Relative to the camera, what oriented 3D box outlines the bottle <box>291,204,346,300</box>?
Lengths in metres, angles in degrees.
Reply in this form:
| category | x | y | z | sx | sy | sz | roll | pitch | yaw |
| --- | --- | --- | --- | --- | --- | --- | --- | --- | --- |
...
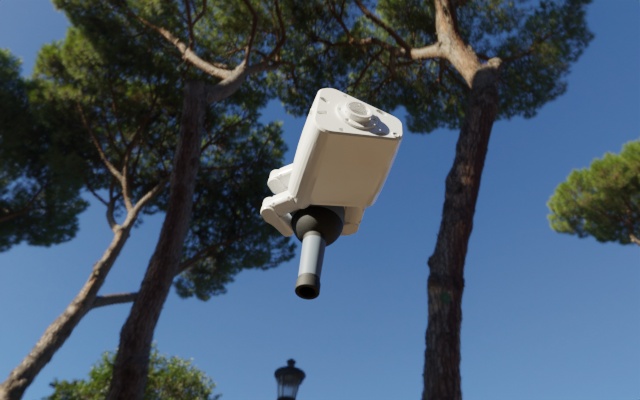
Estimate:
| category | x | y | z | sx | sy | sz | roll | pitch | yaw |
| --- | --- | --- | --- | --- | --- | --- | --- | --- | --- |
| bottle | 0.000 | 0.002 | 0.626 | 0.069 | 0.069 | 0.295 | 0 | 42 | 8 |
